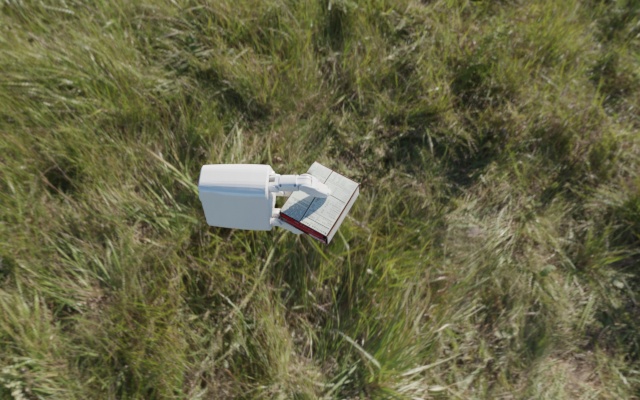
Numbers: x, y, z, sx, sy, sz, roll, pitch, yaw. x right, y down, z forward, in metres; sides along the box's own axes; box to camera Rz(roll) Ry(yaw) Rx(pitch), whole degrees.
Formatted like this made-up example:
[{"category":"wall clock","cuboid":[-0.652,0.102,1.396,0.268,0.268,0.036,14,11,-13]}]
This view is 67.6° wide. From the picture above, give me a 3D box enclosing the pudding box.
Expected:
[{"category":"pudding box","cuboid":[0.000,0.002,0.770,0.090,0.113,0.039,28,-20,13]}]
